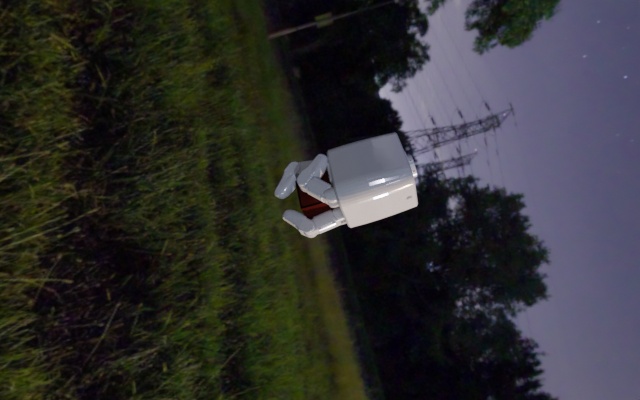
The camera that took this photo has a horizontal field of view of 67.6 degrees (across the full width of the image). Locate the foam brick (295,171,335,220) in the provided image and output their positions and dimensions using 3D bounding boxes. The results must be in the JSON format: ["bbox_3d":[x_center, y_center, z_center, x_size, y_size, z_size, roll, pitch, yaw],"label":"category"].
[{"bbox_3d":[0.000,0.002,0.721,0.051,0.053,0.078,-17,-31,6],"label":"foam brick"}]
